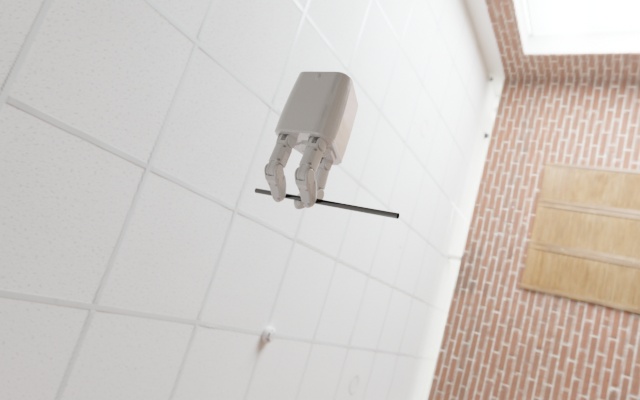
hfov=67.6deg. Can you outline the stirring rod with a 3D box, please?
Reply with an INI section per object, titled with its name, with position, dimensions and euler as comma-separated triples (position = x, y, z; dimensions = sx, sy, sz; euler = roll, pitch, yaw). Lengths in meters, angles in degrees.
[stirring rod]
position = 0.000, 0.002, 0.680
dimensions = 0.239, 0.011, 0.011
euler = 10, 5, 32
